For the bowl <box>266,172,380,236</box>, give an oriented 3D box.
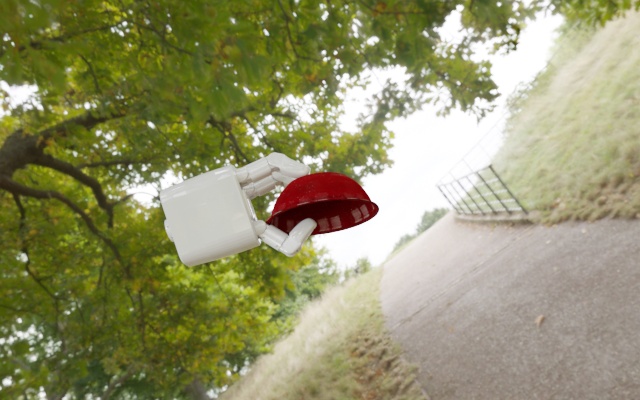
[{"bbox_3d":[0.001,0.002,0.680,0.162,0.055,0.162,-7,-19,-2],"label":"bowl"}]
